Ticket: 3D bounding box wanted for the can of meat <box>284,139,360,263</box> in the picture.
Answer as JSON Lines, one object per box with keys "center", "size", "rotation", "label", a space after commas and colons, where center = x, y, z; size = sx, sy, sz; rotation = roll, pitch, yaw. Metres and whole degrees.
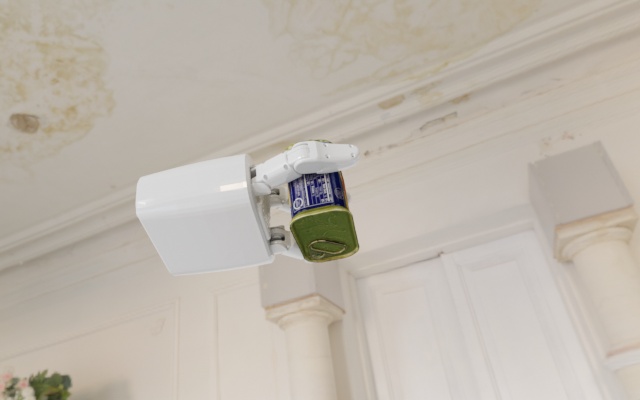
{"center": [0.000, 0.001, 0.470], "size": [0.057, 0.084, 0.102], "rotation": [-12, -31, 4], "label": "can of meat"}
